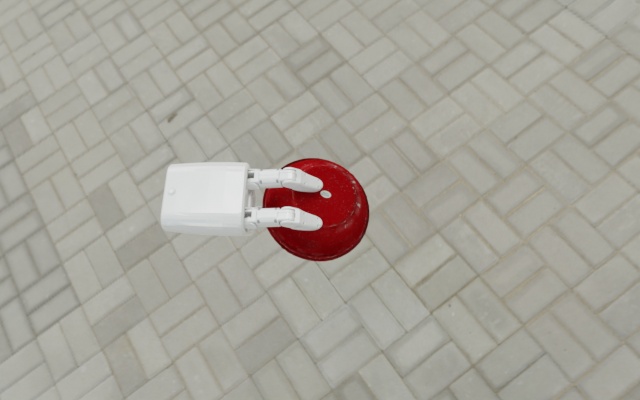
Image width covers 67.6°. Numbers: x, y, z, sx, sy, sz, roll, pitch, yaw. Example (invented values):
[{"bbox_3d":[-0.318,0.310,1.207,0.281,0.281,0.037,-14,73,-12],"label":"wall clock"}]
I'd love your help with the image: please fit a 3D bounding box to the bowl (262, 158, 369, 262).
[{"bbox_3d":[0.001,0.002,0.679,0.162,0.162,0.055,0,-20,-13],"label":"bowl"}]
